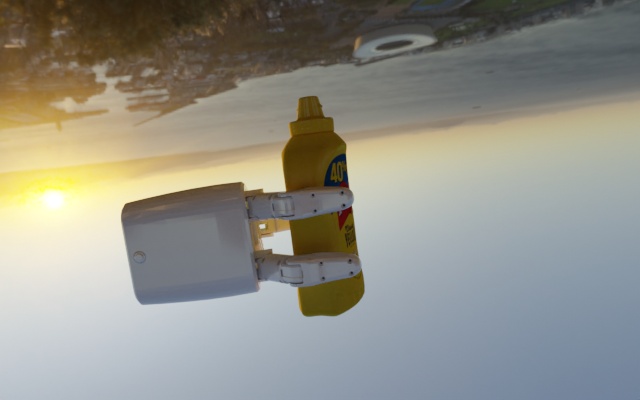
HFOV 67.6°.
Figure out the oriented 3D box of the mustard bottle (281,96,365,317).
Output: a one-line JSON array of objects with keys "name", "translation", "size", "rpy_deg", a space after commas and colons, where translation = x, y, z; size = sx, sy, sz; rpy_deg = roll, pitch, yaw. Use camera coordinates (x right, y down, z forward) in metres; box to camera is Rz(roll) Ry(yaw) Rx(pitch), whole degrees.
[{"name": "mustard bottle", "translation": [0.000, 0.002, 0.440], "size": [0.058, 0.191, 0.096], "rpy_deg": [-5, 6, 20]}]
